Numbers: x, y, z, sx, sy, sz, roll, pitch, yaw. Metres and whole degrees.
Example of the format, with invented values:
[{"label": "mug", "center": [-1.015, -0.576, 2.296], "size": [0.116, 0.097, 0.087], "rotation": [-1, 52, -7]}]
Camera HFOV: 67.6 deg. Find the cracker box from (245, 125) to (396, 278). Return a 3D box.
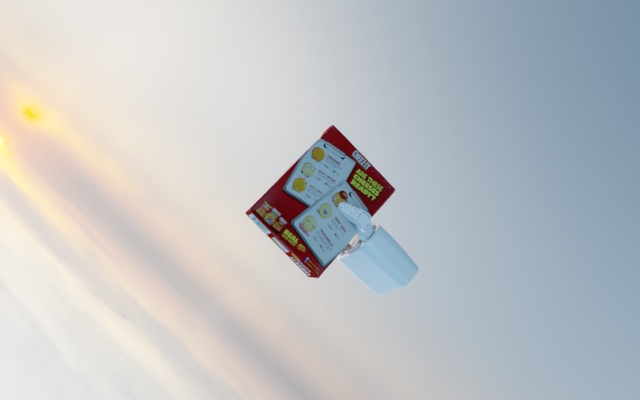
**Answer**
[{"label": "cracker box", "center": [0.000, 0.003, 0.835], "size": [0.213, 0.164, 0.072], "rotation": [-47, 8, -18]}]
